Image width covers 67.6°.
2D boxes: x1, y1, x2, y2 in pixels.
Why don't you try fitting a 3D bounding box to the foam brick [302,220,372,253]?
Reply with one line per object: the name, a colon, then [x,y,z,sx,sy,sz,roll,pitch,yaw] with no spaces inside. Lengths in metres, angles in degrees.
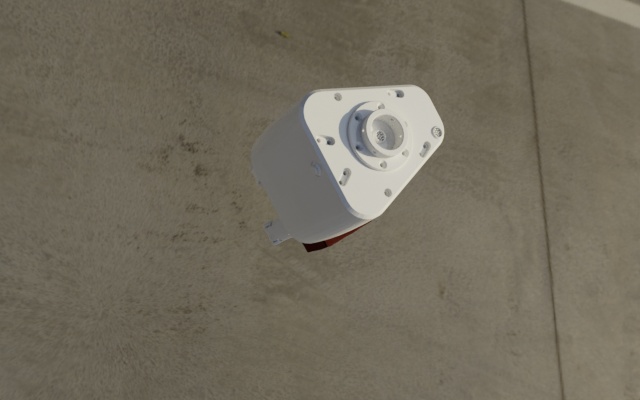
foam brick: [0.000,0.002,0.440,0.053,0.078,0.051,-29,1,-26]
